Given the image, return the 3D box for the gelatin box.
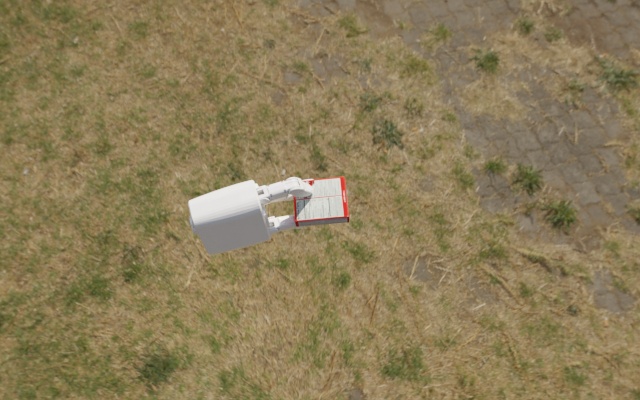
[{"bbox_3d":[0.000,0.002,0.789,0.089,0.073,0.030,-6,-24,2],"label":"gelatin box"}]
